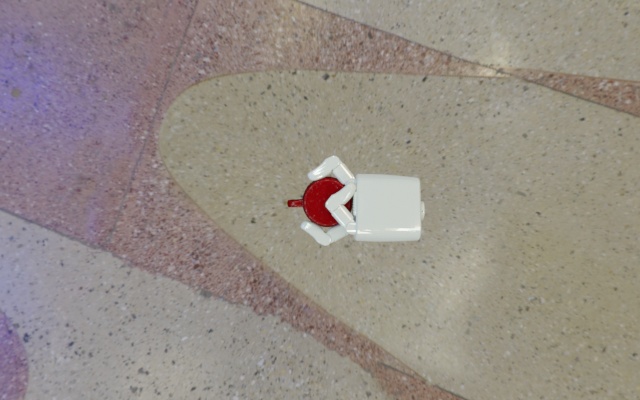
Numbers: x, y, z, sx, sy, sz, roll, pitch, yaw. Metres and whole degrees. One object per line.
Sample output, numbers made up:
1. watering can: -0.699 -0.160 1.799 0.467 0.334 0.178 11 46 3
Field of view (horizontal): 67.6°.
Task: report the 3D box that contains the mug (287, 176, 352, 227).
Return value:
1. mug: -0.001 0.003 0.836 0.117 0.093 0.081 1 1 1
